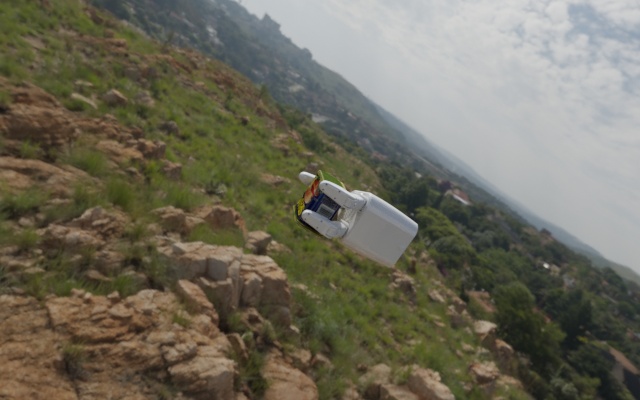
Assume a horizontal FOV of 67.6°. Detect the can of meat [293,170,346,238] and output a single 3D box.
[{"bbox_3d":[0.000,0.002,0.804,0.057,0.084,0.102,31,13,-13],"label":"can of meat"}]
